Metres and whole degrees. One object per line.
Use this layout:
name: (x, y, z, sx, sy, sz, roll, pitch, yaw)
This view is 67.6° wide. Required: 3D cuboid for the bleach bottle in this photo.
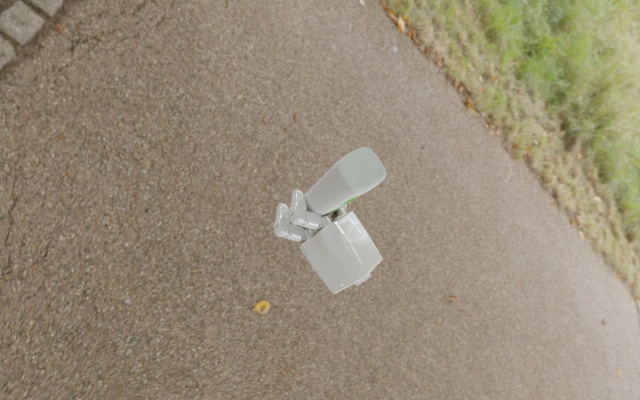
bleach bottle: (0.000, 0.003, 0.850, 0.102, 0.068, 0.251, -30, -6, -43)
